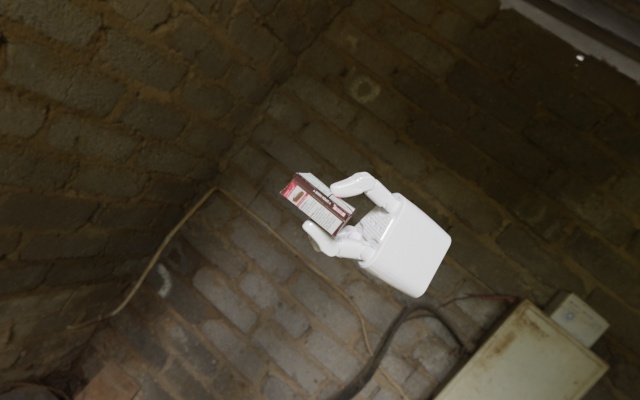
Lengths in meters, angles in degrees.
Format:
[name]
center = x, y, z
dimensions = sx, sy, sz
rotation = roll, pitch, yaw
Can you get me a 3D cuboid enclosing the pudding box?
[pudding box]
center = 0.000, 0.002, 0.641
dimensions = 0.090, 0.039, 0.113
rotation = 38, 5, 4
